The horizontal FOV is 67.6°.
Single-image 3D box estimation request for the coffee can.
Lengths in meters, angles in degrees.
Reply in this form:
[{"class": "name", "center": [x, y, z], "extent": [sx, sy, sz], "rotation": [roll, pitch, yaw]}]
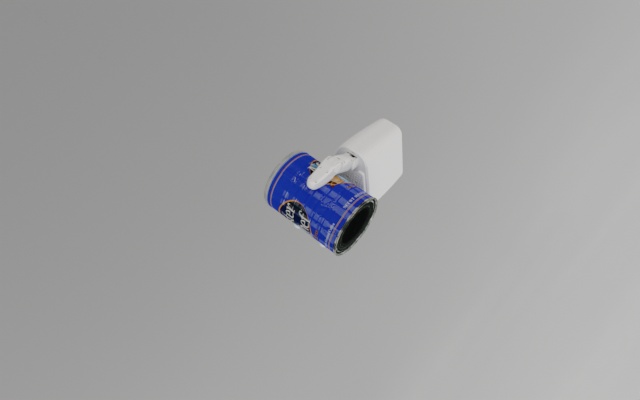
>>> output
[{"class": "coffee can", "center": [0.000, 0.002, 0.722], "extent": [0.140, 0.103, 0.103], "rotation": [35, 14, 22]}]
